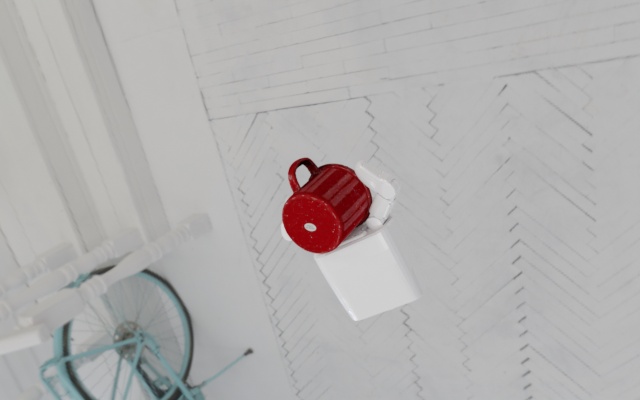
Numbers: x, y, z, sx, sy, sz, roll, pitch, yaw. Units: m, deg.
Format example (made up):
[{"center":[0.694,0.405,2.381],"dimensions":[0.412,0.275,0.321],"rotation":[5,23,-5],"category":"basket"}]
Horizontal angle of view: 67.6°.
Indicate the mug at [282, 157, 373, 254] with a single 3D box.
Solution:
[{"center":[-0.001,0.001,0.581],"dimensions":[0.093,0.117,0.081],"rotation":[-23,13,36],"category":"mug"}]
